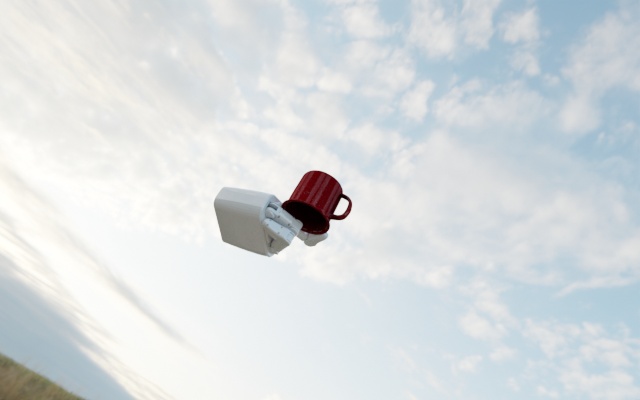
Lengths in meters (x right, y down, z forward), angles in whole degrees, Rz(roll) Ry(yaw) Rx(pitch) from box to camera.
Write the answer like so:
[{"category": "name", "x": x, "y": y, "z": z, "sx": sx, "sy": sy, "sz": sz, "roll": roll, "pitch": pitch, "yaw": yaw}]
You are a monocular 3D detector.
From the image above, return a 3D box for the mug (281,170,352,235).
[{"category": "mug", "x": 0.001, "y": 0.003, "z": 0.840, "sx": 0.117, "sy": 0.081, "sz": 0.093, "roll": 11, "pitch": -37, "yaw": 25}]
